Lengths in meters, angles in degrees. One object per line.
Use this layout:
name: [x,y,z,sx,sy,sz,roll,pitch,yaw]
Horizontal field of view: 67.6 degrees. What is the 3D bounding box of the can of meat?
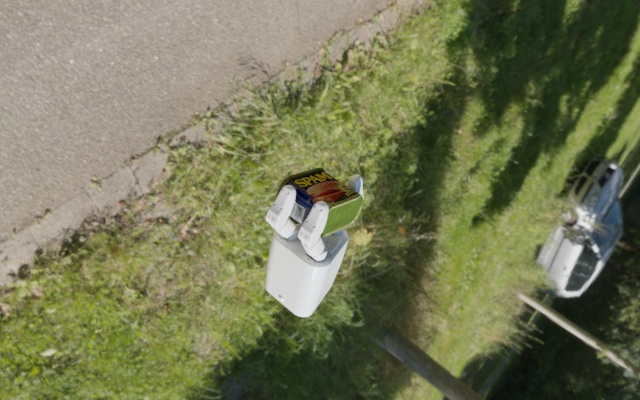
can of meat: [0.000,0.002,0.678,0.084,0.057,0.102,34,32,28]
